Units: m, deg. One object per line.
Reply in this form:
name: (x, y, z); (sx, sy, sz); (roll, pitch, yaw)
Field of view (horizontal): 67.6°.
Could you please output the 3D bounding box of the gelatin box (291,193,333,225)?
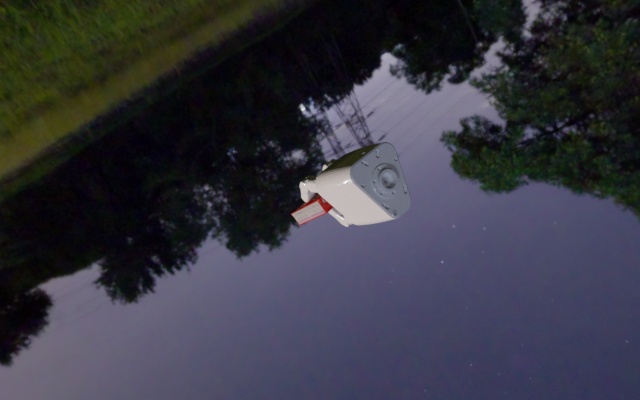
gelatin box: (0.000, 0.003, 0.839); (0.073, 0.030, 0.089); (-42, 9, -38)
